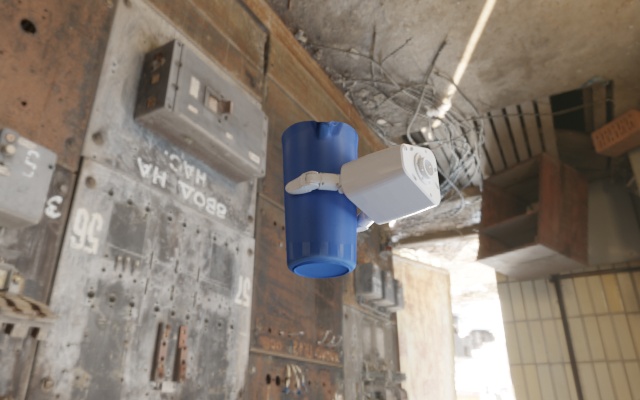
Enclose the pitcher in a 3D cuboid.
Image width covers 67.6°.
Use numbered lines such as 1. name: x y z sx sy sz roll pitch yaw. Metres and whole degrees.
1. pitcher: 0.000 0.003 0.795 0.145 0.242 0.149 -19 -30 36
